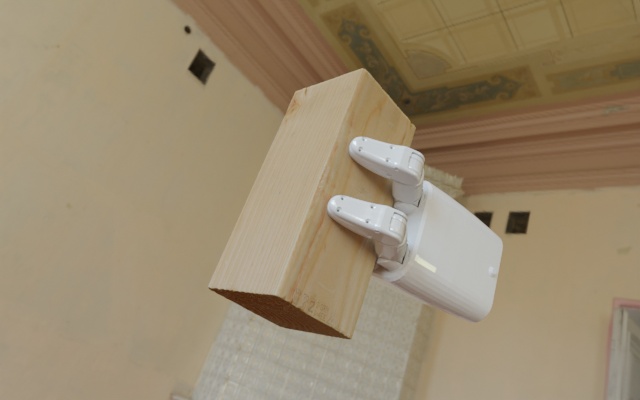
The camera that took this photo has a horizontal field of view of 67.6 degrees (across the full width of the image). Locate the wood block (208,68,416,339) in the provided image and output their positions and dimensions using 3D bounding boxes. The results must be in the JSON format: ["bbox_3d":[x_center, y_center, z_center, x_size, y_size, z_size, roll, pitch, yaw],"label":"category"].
[{"bbox_3d":[0.000,0.001,0.416,0.091,0.206,0.090,-7,-36,45],"label":"wood block"}]
